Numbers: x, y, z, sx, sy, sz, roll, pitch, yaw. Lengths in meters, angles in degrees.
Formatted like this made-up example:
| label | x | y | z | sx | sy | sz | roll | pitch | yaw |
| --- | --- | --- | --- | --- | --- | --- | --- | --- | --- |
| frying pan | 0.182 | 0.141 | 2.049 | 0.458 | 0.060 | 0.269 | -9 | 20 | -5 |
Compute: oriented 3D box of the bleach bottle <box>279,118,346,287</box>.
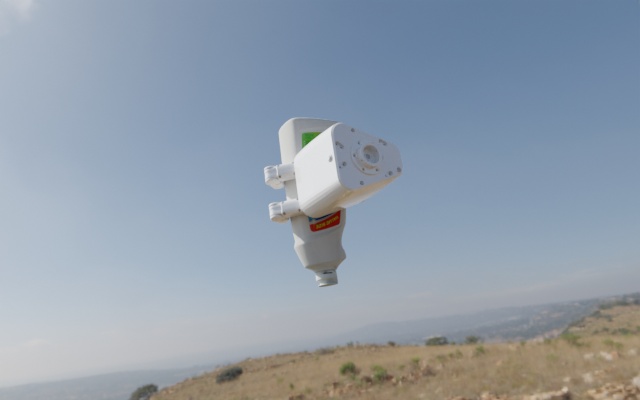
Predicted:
| label | x | y | z | sx | sy | sz | roll | pitch | yaw |
| --- | --- | --- | --- | --- | --- | --- | --- | --- | --- |
| bleach bottle | 0.000 | 0.002 | 0.721 | 0.102 | 0.250 | 0.068 | 0 | -18 | -29 |
